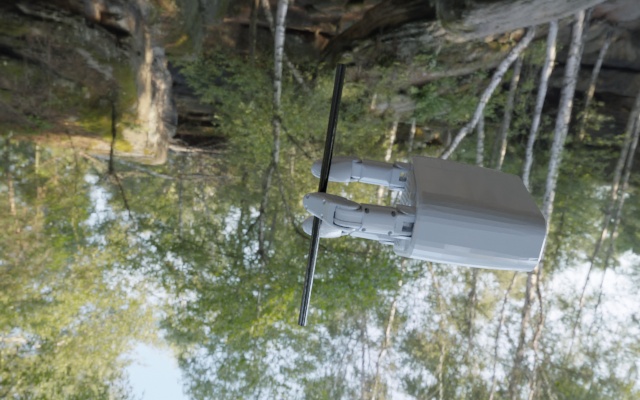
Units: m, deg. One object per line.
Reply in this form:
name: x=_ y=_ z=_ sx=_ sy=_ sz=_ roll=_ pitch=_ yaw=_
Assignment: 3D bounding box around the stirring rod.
stirring rod: x=0.000 y=0.001 z=0.427 sx=0.011 sy=0.239 sz=0.011 roll=8 pitch=13 yaw=-2
